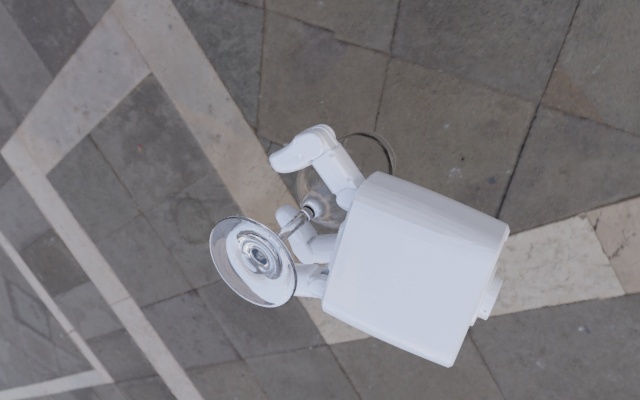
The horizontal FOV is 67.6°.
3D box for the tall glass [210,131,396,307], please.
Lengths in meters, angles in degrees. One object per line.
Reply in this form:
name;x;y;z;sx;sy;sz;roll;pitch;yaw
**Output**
tall glass;0.000;0.002;0.408;0.079;0.079;0.201;0;26;32
